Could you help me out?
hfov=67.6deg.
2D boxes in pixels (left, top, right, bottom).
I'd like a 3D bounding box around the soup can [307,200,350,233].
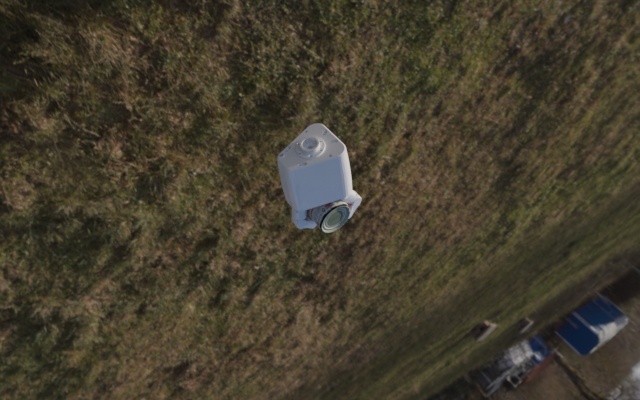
[{"bbox_3d":[0.000,0.003,0.888,0.068,0.068,0.102,0,38,-45],"label":"soup can"}]
